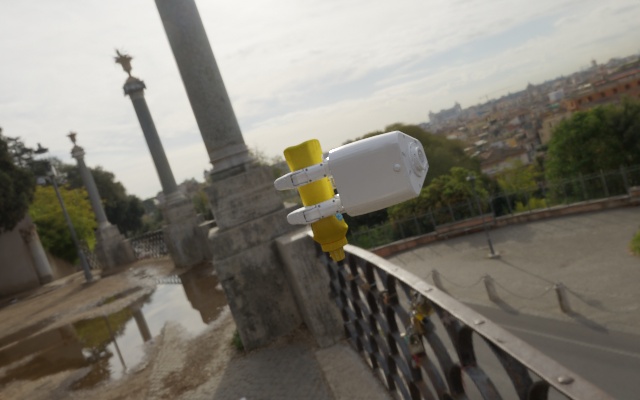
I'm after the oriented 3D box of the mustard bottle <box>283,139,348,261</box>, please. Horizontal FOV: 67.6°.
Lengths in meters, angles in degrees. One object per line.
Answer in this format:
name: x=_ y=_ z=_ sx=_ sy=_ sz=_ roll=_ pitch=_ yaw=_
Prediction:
mustard bottle: x=0.000 y=0.002 z=0.742 sx=0.058 sy=0.191 sz=0.096 roll=-19 pitch=5 yaw=5
